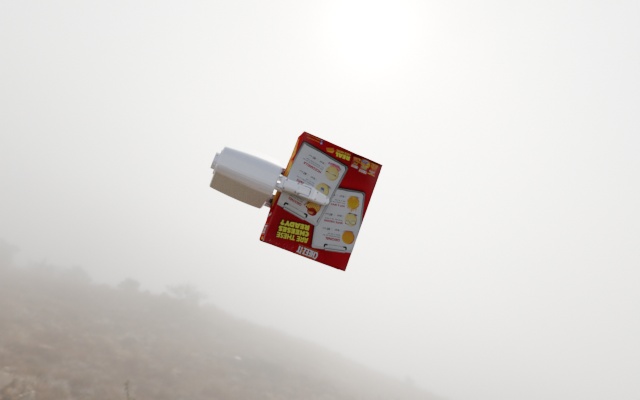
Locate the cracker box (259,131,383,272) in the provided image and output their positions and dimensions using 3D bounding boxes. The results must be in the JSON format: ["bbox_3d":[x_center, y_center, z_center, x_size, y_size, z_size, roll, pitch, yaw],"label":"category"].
[{"bbox_3d":[0.000,0.003,0.888,0.164,0.213,0.072,22,-8,-12],"label":"cracker box"}]
